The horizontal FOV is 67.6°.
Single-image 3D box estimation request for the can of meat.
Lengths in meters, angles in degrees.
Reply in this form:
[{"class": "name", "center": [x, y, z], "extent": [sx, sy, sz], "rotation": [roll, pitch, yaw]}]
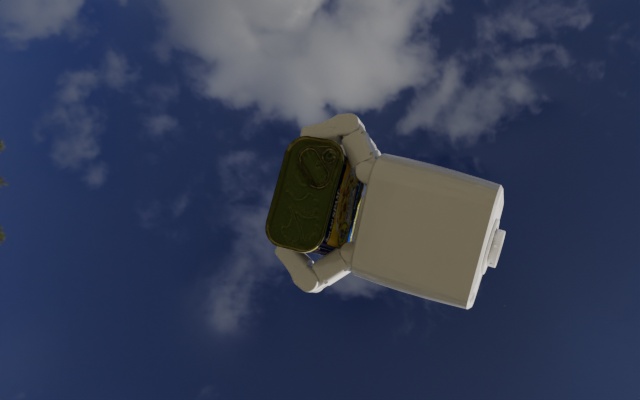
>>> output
[{"class": "can of meat", "center": [0.000, 0.002, 0.452], "extent": [0.057, 0.102, 0.084], "rotation": [11, -7, 23]}]
